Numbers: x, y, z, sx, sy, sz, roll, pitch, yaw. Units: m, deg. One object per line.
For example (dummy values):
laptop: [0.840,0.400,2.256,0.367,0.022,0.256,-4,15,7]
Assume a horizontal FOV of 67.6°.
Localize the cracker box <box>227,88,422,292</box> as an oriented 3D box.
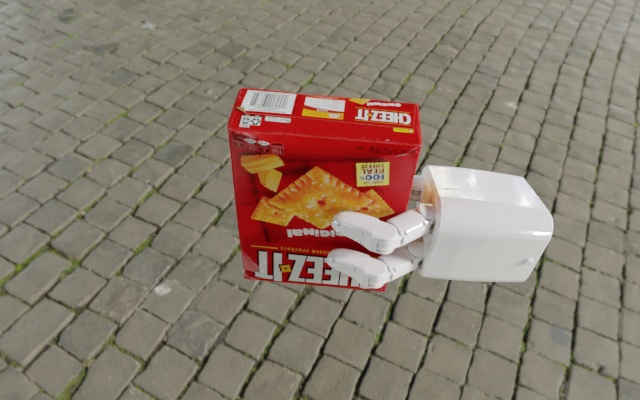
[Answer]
cracker box: [0.000,0.001,0.480,0.164,0.214,0.072,6,45,2]
